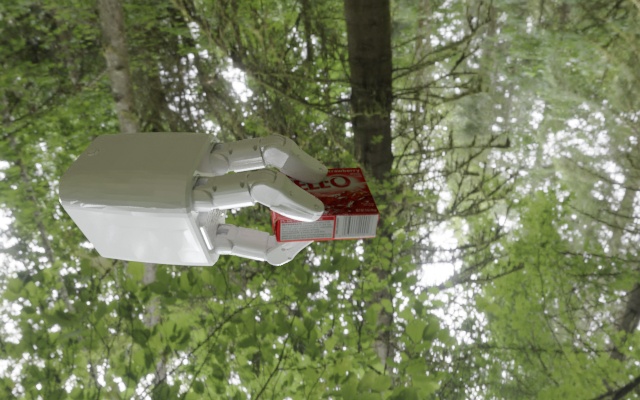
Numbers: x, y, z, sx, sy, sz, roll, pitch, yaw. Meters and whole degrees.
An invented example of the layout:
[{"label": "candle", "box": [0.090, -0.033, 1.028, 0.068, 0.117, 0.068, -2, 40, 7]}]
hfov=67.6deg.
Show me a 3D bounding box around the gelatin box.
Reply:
[{"label": "gelatin box", "box": [0.000, 0.002, 0.423, 0.089, 0.030, 0.073, -2, 36, -10]}]
